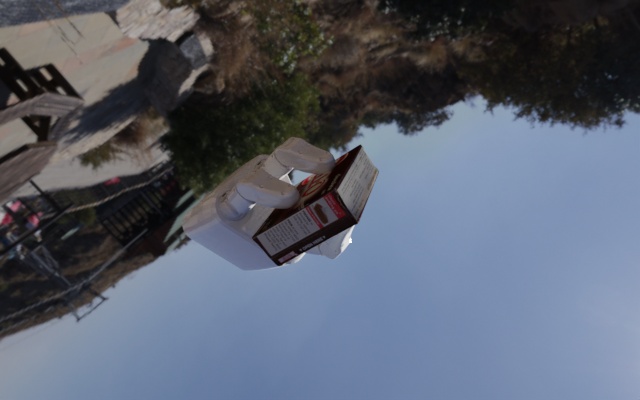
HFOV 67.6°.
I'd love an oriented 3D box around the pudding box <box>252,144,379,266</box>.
[{"bbox_3d":[0.000,0.002,0.429,0.090,0.039,0.113,-32,15,26],"label":"pudding box"}]
